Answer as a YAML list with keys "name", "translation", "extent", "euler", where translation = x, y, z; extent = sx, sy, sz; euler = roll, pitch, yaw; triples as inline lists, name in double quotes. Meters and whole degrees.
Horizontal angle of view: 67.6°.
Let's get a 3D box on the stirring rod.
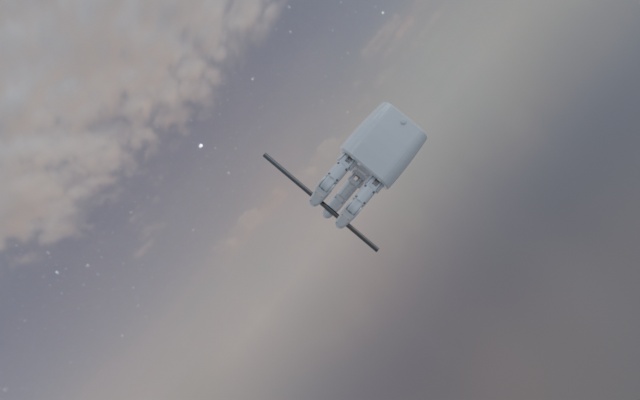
- name: "stirring rod"
  translation: [0.000, 0.003, 0.771]
  extent: [0.239, 0.011, 0.011]
  euler: [40, 3, 3]
